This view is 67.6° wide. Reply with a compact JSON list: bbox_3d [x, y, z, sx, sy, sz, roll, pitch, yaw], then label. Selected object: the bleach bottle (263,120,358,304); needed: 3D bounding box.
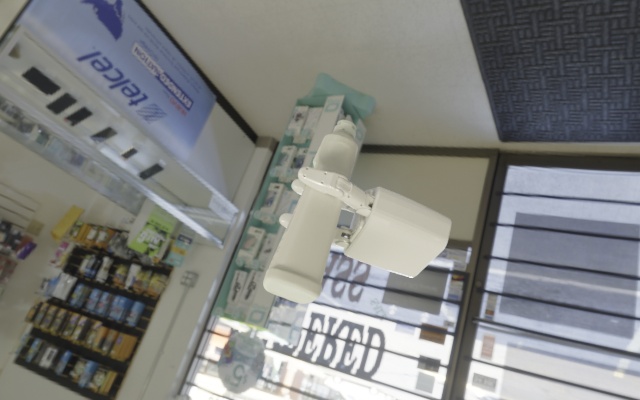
[{"bbox_3d":[0.000,0.002,0.619,0.068,0.250,0.102,21,-21,-5],"label":"bleach bottle"}]
